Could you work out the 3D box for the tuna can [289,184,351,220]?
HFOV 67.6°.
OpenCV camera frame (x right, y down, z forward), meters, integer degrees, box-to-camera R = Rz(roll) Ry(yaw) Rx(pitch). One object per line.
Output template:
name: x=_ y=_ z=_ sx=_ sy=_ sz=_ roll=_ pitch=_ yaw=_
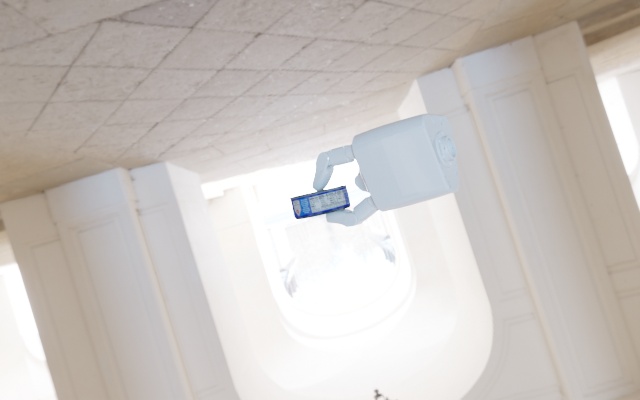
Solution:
tuna can: x=0.000 y=0.003 z=0.694 sx=0.086 sy=0.034 sz=0.086 roll=-13 pitch=2 yaw=0
